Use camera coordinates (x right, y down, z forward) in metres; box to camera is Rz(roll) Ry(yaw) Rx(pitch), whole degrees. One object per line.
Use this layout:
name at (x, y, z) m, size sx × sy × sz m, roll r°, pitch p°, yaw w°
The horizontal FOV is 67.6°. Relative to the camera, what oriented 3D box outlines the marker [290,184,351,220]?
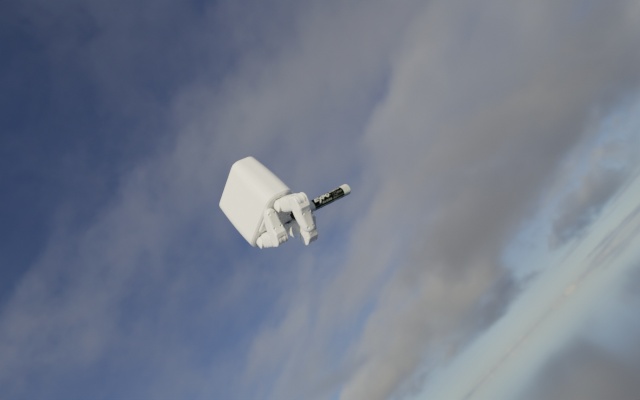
marker at (0.000, 0.003, 0.768) m, size 0.121 × 0.020 × 0.020 m, roll -26°, pitch 15°, yaw -35°
